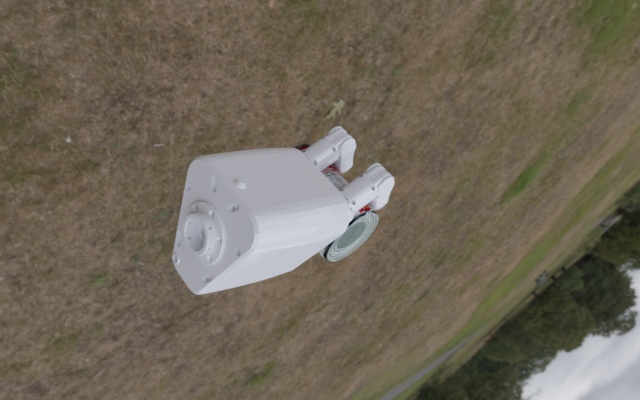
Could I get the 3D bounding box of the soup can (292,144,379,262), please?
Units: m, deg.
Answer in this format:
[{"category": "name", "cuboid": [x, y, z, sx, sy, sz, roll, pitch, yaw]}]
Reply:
[{"category": "soup can", "cuboid": [0.001, 0.002, 0.473, 0.102, 0.068, 0.068, 47, 24, 25]}]
